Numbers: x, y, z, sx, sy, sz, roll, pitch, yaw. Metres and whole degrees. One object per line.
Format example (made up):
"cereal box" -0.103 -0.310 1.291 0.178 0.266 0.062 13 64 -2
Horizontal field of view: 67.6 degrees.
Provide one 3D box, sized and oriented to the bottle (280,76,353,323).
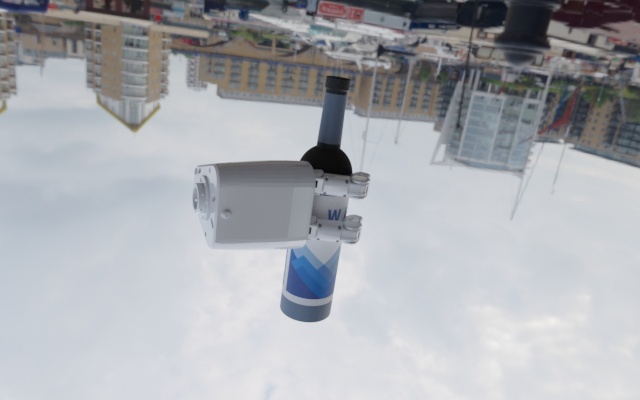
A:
"bottle" 0.000 0.002 0.576 0.069 0.296 0.069 7 18 -2
